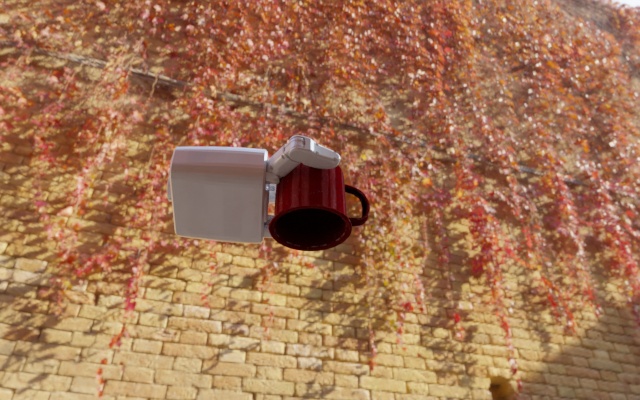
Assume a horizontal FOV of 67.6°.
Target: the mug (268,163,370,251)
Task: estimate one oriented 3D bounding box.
[{"bbox_3d":[0.002,0.002,0.557,0.117,0.081,0.093,4,-37,-6],"label":"mug"}]
